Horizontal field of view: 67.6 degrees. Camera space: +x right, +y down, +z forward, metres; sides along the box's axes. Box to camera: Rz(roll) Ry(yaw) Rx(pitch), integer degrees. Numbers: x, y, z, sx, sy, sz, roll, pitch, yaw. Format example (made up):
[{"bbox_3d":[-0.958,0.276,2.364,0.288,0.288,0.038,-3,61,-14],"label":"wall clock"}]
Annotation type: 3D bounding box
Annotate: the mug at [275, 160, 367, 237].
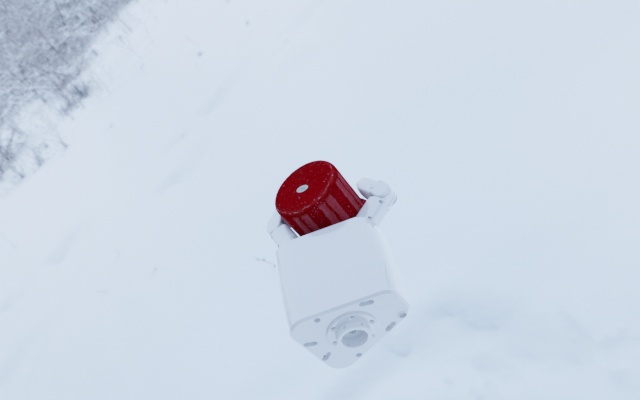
[{"bbox_3d":[0.000,0.001,0.555,0.093,0.081,0.117,-33,36,11],"label":"mug"}]
